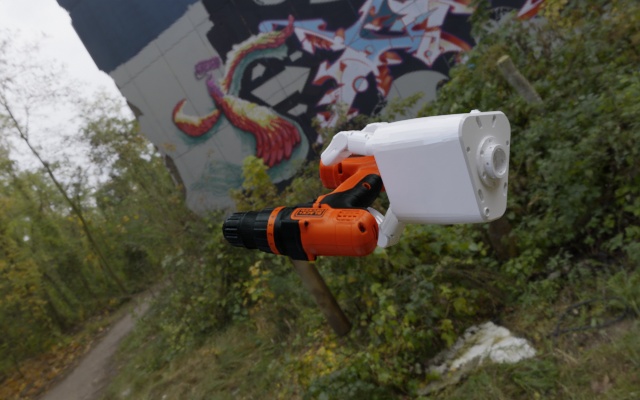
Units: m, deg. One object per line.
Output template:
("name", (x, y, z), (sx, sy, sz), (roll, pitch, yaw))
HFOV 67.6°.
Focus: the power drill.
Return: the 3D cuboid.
("power drill", (0.001, 0.002, 0.562), (0.184, 0.057, 0.187), (2, 31, 27))
